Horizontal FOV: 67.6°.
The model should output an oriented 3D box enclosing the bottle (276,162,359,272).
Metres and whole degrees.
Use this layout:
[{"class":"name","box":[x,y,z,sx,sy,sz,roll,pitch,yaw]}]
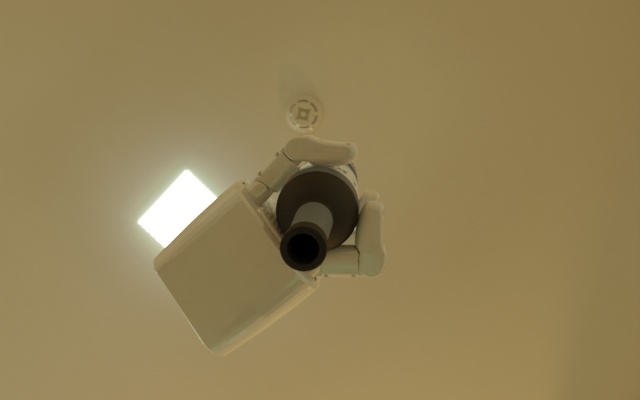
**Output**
[{"class":"bottle","box":[0.000,0.001,0.417,0.069,0.069,0.295,0,10,4]}]
